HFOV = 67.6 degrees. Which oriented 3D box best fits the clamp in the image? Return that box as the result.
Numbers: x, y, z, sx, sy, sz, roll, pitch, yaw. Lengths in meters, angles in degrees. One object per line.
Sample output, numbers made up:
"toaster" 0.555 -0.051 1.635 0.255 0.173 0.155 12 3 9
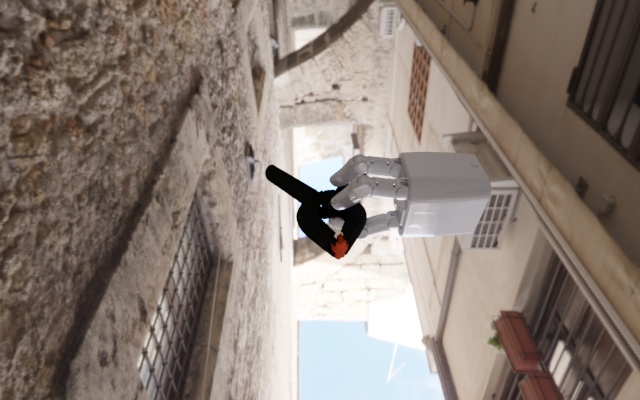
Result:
"clamp" 0.000 0.003 0.666 0.164 0.036 0.209 0 35 -2
